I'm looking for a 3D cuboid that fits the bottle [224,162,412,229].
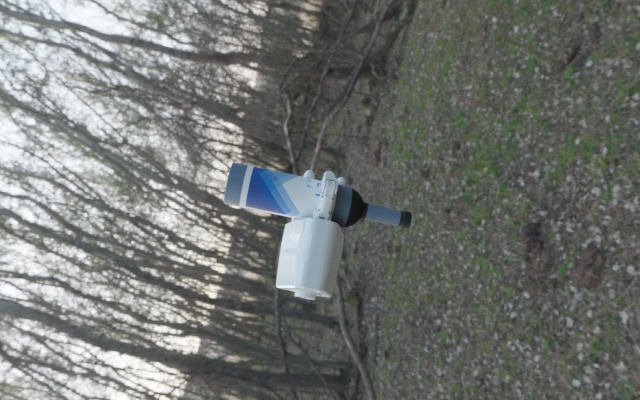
[{"bbox_3d":[0.000,0.002,0.759,0.296,0.069,0.069,12,-1,-6],"label":"bottle"}]
